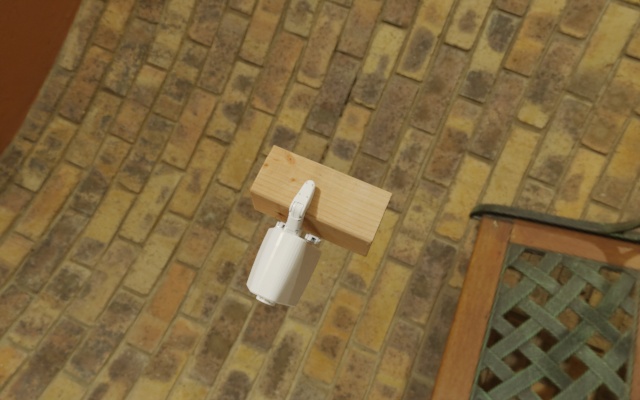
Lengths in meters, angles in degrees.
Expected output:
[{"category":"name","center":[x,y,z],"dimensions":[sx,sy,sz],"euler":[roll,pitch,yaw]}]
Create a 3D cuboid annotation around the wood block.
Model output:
[{"category":"wood block","center":[0.000,0.003,0.780],"dimensions":[0.206,0.090,0.091],"euler":[23,-21,7]}]
